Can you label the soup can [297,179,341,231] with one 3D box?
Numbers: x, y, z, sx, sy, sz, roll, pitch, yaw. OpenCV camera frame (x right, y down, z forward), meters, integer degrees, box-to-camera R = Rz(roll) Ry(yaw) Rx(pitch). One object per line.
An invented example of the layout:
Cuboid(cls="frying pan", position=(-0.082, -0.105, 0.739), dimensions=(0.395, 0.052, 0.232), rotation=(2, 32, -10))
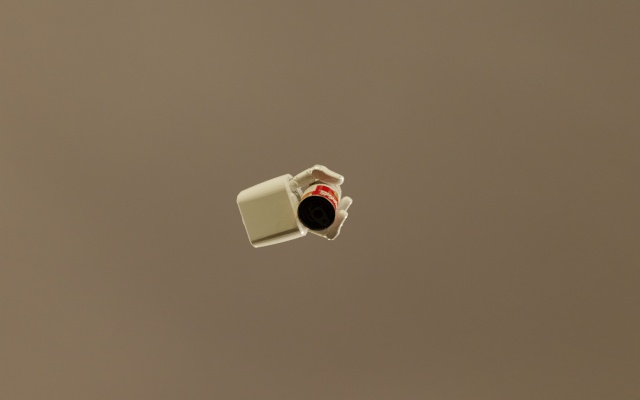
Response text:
Cuboid(cls="soup can", position=(0.001, 0.002, 0.866), dimensions=(0.068, 0.068, 0.102), rotation=(0, 23, 9))
